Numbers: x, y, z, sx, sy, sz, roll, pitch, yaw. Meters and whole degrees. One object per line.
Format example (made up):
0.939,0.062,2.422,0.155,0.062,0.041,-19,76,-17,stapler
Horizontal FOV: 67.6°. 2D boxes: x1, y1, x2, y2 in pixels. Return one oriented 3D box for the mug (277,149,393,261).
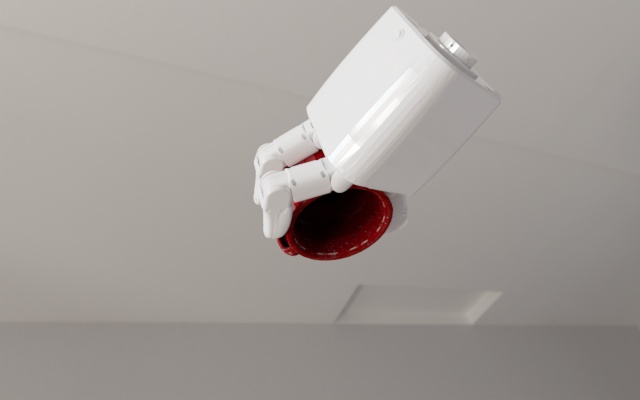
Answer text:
-0.001,0.002,0.435,0.093,0.081,0.117,23,-58,-35,mug
